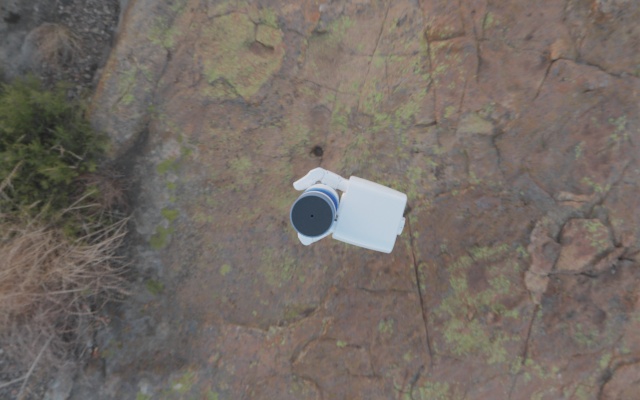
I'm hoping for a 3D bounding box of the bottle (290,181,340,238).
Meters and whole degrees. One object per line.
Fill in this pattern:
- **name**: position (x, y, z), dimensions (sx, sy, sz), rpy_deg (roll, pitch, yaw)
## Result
- **bottle**: position (0.000, 0.003, 0.850), dimensions (0.069, 0.069, 0.295), rpy_deg (0, 8, 5)
